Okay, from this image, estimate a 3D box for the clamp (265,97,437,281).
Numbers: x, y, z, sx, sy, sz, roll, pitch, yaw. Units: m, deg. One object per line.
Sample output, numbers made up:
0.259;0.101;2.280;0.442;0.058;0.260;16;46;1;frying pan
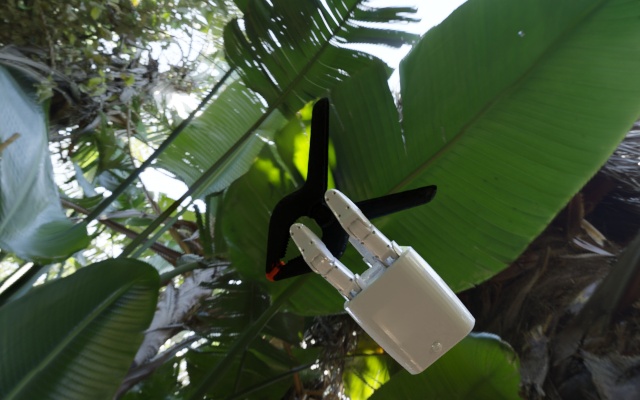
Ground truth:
0.000;0.002;0.541;0.210;0.164;0.036;-44;-6;13;clamp
